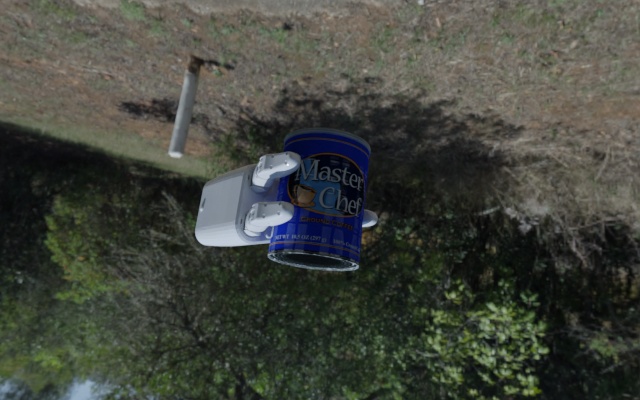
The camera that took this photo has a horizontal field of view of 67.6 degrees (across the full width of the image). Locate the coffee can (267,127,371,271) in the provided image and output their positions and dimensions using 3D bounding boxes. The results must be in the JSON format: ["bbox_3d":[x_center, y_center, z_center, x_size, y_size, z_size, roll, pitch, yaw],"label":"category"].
[{"bbox_3d":[0.000,0.002,0.544,0.103,0.140,0.103,6,-16,2],"label":"coffee can"}]
